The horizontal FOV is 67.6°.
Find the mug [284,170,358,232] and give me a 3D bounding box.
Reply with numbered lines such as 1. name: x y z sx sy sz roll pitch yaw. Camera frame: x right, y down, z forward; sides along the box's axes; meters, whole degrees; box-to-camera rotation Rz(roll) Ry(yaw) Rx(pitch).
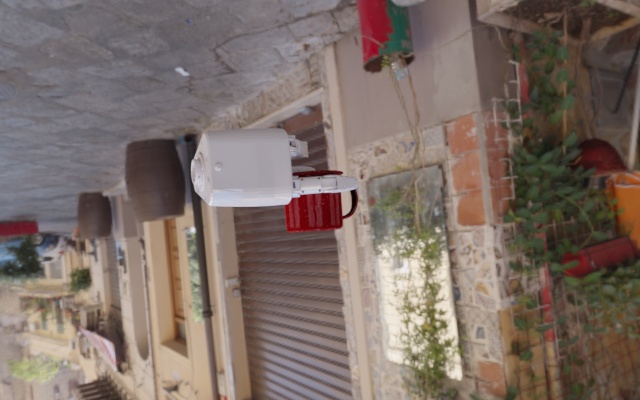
1. mug: 0.001 0.002 0.689 0.117 0.081 0.093 -3 -3 -25
